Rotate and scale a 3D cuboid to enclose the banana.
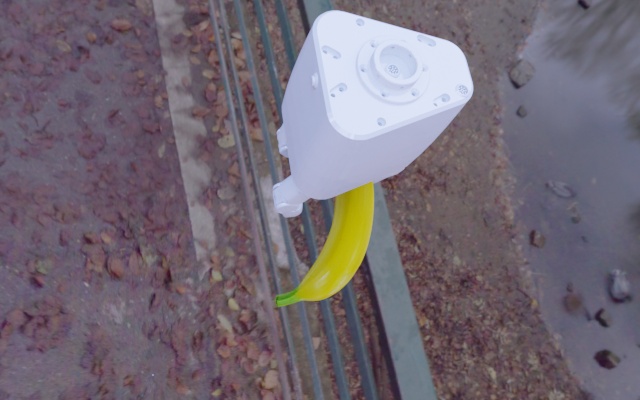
[{"bbox_3d":[0.017,0.010,0.450,0.069,0.197,0.037,17,-18,-3],"label":"banana"}]
